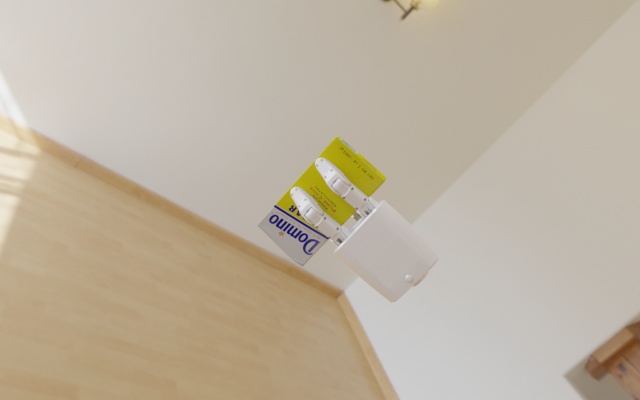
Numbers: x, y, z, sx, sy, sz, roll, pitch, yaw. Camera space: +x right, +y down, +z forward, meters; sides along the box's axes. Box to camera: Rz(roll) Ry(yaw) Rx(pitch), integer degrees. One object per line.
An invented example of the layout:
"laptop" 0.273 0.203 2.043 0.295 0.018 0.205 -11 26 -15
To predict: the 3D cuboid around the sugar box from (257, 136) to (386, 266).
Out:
"sugar box" 0.000 0.002 0.683 0.093 0.176 0.048 43 14 2
